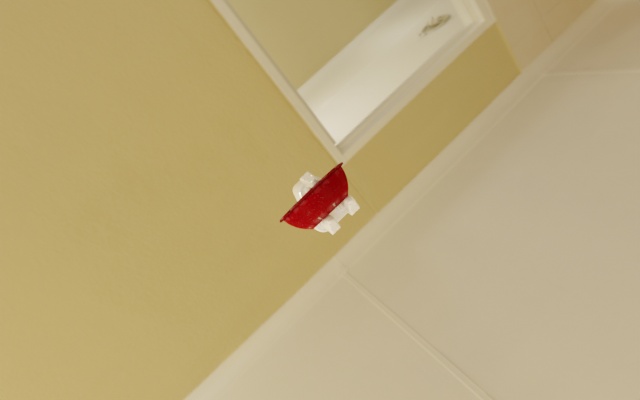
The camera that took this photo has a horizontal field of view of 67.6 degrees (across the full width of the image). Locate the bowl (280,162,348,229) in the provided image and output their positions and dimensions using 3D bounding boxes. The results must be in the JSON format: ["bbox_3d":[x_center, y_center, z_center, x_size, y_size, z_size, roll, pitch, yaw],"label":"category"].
[{"bbox_3d":[0.000,0.003,0.888,0.162,0.055,0.162,-43,-2,-2],"label":"bowl"}]
